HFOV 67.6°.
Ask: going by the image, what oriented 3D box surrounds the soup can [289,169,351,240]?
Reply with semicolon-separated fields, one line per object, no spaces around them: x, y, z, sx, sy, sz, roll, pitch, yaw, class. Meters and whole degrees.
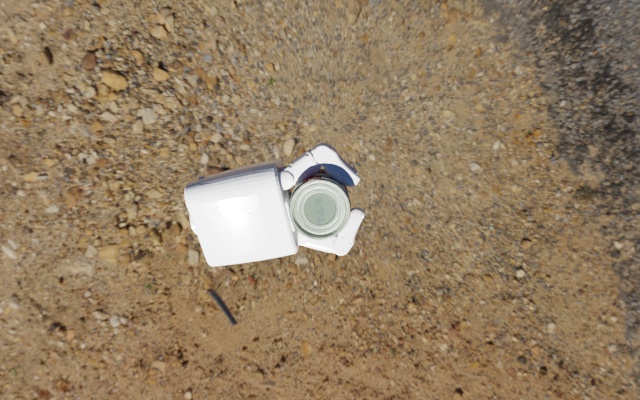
0.001;0.002;0.552;0.068;0.068;0.102;0;9;1;soup can
